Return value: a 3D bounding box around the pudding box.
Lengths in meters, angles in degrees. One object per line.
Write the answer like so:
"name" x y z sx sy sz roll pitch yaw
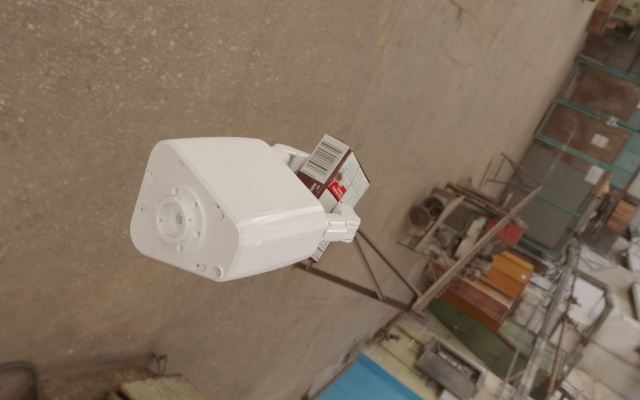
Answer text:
"pudding box" 0.000 0.002 0.493 0.039 0.113 0.090 32 -8 25
